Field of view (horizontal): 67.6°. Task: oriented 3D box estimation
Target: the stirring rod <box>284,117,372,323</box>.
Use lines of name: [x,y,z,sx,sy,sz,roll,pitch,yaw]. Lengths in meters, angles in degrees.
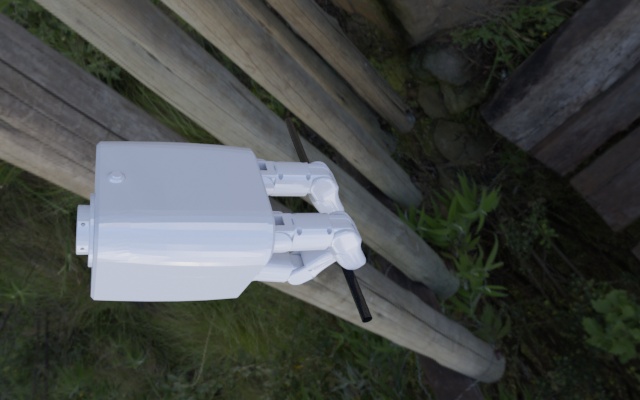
stirring rod: [0.000,0.001,0.425,0.011,0.239,0.011,-12,-41,-11]
